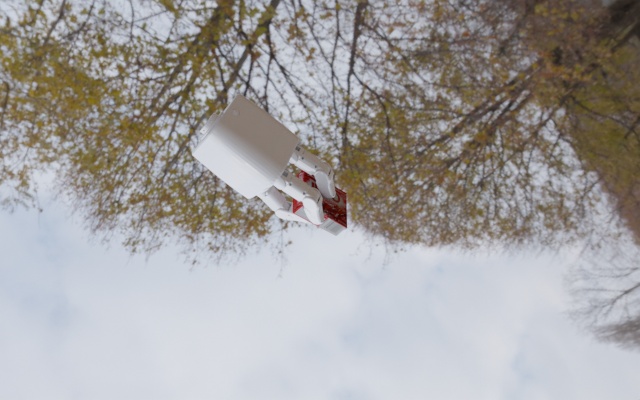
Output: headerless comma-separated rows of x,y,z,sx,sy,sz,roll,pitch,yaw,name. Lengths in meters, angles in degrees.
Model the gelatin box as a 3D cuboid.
0.000,0.003,0.726,0.089,0.073,0.030,30,-49,-28,gelatin box
